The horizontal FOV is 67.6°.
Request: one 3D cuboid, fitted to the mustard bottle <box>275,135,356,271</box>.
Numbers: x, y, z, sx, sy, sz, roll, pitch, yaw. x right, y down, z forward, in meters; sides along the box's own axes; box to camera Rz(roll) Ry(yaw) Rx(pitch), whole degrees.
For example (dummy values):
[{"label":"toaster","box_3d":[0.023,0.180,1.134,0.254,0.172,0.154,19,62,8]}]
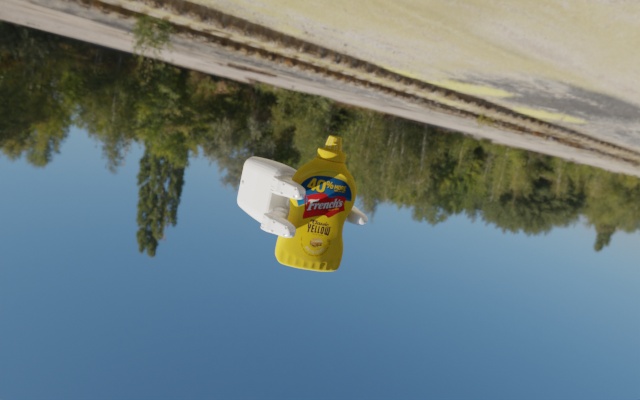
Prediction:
[{"label":"mustard bottle","box_3d":[0.000,0.003,0.685,0.096,0.191,0.058,11,10,-14]}]
